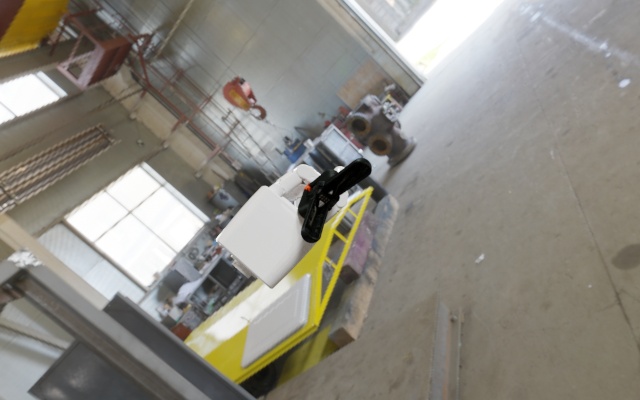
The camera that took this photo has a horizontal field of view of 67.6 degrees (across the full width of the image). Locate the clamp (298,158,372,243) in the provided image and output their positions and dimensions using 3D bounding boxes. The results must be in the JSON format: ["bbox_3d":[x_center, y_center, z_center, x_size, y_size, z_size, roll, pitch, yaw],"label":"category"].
[{"bbox_3d":[0.000,0.002,0.627,0.039,0.120,0.171,44,-13,-9],"label":"clamp"}]
